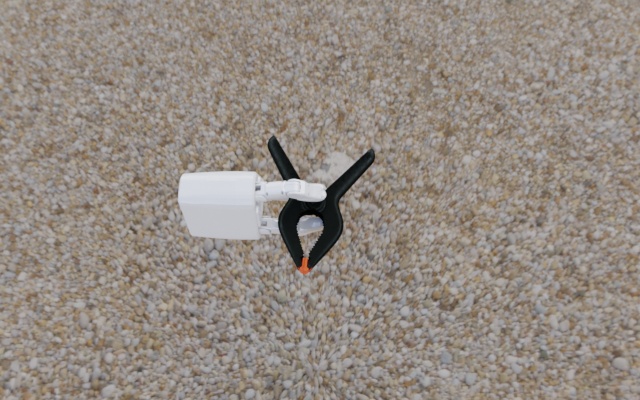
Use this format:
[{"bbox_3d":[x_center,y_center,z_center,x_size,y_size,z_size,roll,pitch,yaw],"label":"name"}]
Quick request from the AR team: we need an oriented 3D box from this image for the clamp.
[{"bbox_3d":[0.000,0.003,0.700,0.164,0.210,0.036,1,-19,0],"label":"clamp"}]
